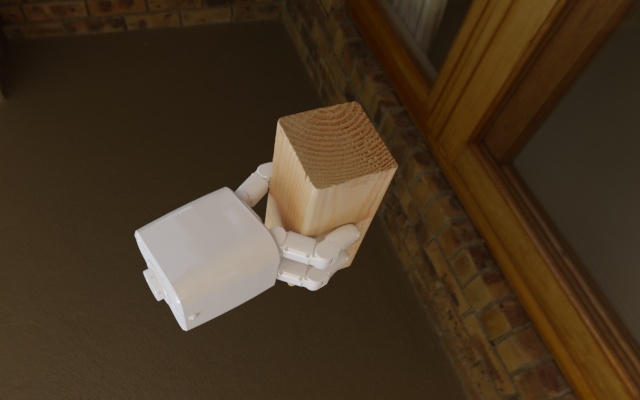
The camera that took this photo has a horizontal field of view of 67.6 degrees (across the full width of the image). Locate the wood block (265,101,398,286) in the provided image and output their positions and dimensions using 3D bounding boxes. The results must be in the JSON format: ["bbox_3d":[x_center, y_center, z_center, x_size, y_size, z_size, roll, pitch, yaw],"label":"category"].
[{"bbox_3d":[0.000,0.002,0.529,0.090,0.090,0.206,-17,-28,-21],"label":"wood block"}]
